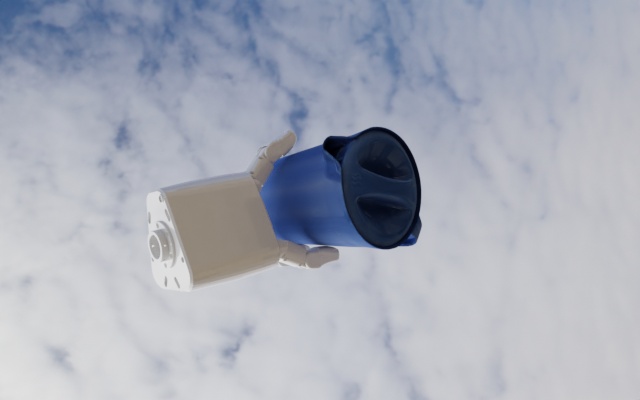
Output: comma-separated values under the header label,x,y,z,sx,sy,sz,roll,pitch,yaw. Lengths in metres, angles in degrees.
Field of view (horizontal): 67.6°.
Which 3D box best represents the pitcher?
label,x,y,z,sx,sy,sz,roll,pitch,yaw
pitcher,0.000,0.002,0.603,0.145,0.149,0.243,-16,6,-42
